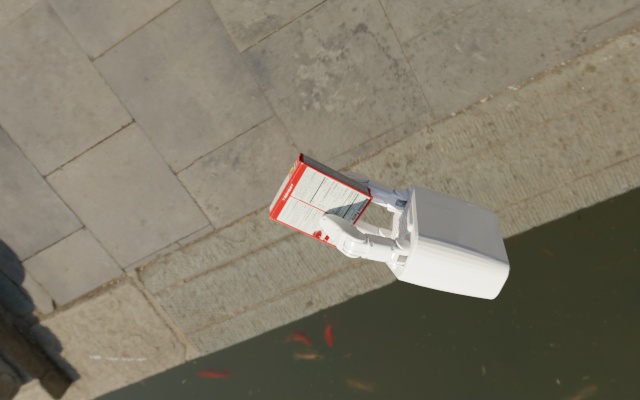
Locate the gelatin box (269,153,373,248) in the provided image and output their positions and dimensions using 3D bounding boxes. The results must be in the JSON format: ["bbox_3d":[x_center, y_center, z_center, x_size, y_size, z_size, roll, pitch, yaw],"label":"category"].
[{"bbox_3d":[0.000,0.002,0.514,0.089,0.073,0.030,25,23,-16],"label":"gelatin box"}]
